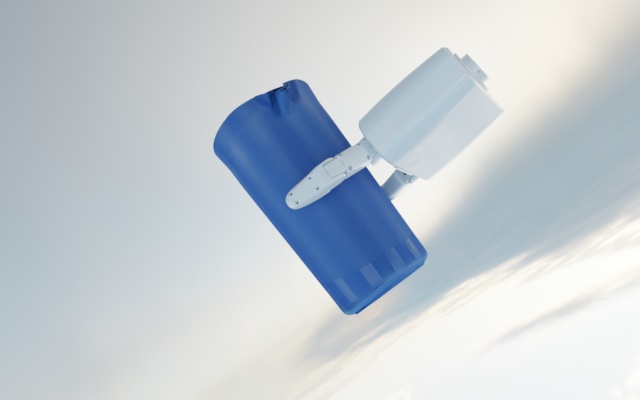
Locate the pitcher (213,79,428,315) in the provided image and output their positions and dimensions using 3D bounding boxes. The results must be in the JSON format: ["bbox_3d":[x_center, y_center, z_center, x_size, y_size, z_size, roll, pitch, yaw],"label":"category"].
[{"bbox_3d":[0.000,0.002,0.530,0.145,0.242,0.149,-42,-15,21],"label":"pitcher"}]
